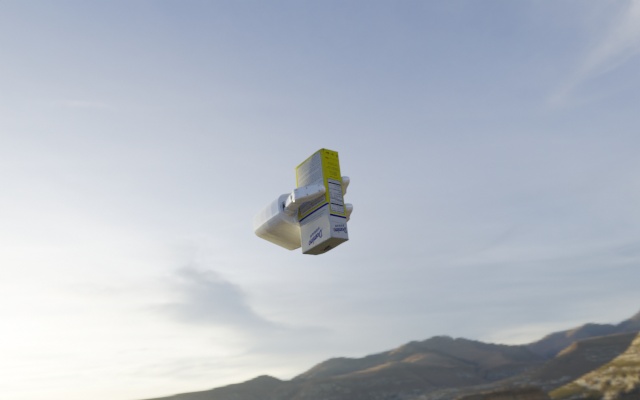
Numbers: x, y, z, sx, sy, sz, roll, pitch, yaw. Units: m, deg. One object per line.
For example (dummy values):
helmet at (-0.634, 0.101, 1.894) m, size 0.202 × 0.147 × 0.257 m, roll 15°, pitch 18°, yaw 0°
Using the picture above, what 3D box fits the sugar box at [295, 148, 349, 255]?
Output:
sugar box at (0.000, 0.003, 0.866) m, size 0.048 × 0.176 × 0.093 m, roll 9°, pitch -28°, yaw -35°
